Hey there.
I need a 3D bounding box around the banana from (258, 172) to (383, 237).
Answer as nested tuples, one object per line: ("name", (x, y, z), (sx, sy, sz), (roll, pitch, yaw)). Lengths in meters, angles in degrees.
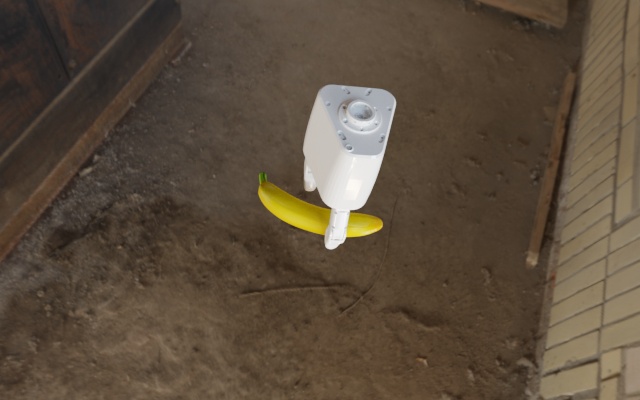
("banana", (-0.010, 0.014, 0.679), (0.198, 0.069, 0.037), (23, -36, 6))
